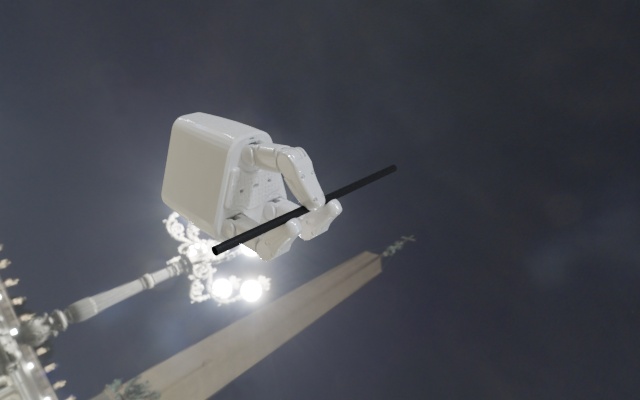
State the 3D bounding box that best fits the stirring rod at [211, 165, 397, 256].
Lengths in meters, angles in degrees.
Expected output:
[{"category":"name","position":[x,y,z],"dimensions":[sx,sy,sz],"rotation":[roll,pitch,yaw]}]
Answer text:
[{"category":"stirring rod","position":[0.000,0.001,0.444],"dimensions":[0.011,0.011,0.239],"rotation":[0,18,45]}]
